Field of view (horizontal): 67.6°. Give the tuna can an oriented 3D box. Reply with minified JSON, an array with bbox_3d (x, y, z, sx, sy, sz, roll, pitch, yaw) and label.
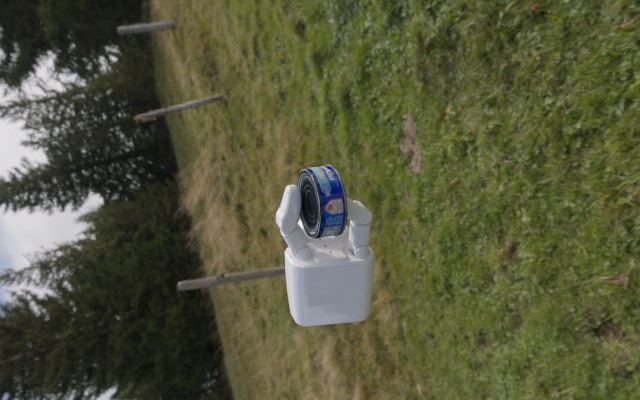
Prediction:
[{"bbox_3d":[0.000,0.002,0.568,0.034,0.086,0.086,-8,3,-20],"label":"tuna can"}]
